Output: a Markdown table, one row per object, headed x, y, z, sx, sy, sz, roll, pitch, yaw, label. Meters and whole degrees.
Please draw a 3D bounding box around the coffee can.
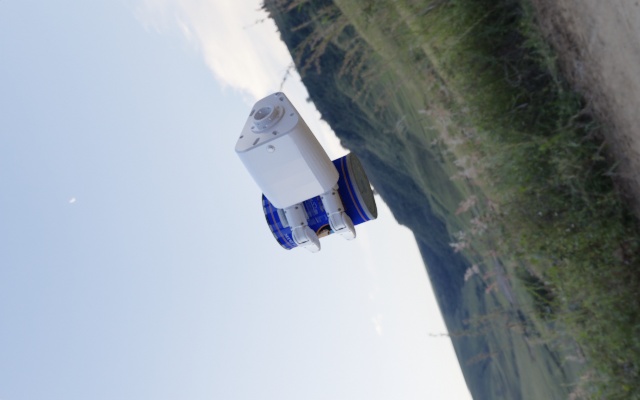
| x | y | z | sx | sy | sz | roll | pitch | yaw | label |
| --- | --- | --- | --- | --- | --- | --- | --- | --- | --- |
| 0.000 | 0.002 | 0.697 | 0.140 | 0.103 | 0.103 | -21 | -6 | 15 | coffee can |
